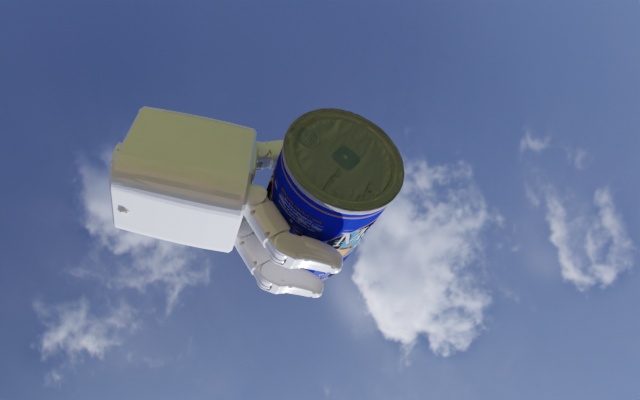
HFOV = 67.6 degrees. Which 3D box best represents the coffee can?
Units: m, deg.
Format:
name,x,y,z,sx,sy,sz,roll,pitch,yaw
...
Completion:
name,x,y,z,sx,sy,sz,roll,pitch,yaw
coffee can,0.000,0.001,0.436,0.103,0.102,0.140,0,-32,-20
